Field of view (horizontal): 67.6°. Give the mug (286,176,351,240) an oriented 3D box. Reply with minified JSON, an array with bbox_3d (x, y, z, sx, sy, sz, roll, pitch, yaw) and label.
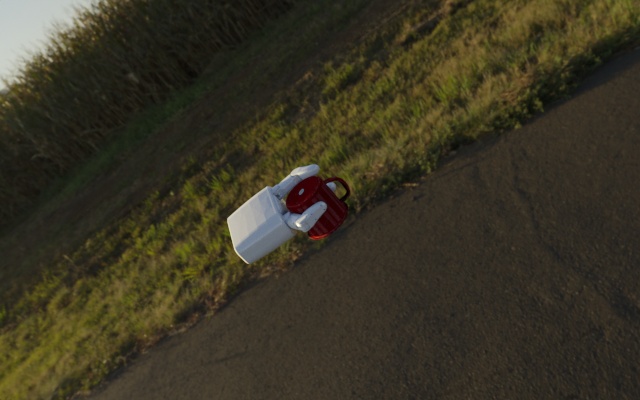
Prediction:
[{"bbox_3d":[0.001,0.002,0.867,0.117,0.081,0.093,-37,28,8],"label":"mug"}]
